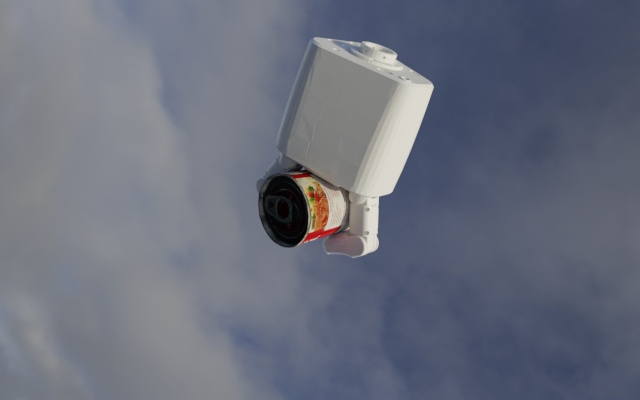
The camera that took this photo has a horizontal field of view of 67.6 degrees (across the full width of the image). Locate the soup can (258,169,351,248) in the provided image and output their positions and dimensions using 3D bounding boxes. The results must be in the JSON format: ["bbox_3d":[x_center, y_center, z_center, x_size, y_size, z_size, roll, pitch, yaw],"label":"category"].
[{"bbox_3d":[0.000,0.002,0.464,0.068,0.068,0.102,0,9,44],"label":"soup can"}]
